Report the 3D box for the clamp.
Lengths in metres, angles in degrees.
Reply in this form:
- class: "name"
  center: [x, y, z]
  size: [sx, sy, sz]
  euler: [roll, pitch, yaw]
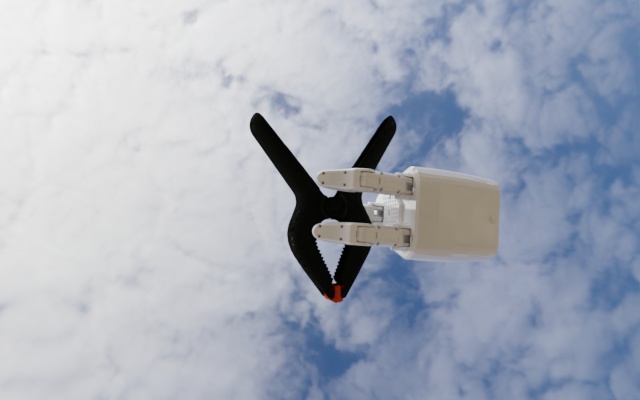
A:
- class: "clamp"
  center: [0.000, 0.002, 0.514]
  size: [0.164, 0.210, 0.036]
  euler: [5, -5, -15]
